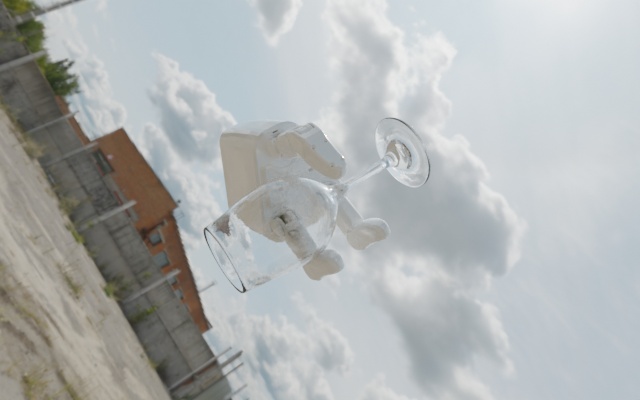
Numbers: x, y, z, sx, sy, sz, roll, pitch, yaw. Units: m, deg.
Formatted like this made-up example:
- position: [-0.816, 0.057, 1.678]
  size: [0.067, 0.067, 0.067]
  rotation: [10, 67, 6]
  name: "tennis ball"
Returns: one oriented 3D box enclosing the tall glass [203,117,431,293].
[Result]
- position: [0.001, 0.001, 0.422]
  size: [0.201, 0.079, 0.079]
  rotation: [-31, 13, -23]
  name: "tall glass"
